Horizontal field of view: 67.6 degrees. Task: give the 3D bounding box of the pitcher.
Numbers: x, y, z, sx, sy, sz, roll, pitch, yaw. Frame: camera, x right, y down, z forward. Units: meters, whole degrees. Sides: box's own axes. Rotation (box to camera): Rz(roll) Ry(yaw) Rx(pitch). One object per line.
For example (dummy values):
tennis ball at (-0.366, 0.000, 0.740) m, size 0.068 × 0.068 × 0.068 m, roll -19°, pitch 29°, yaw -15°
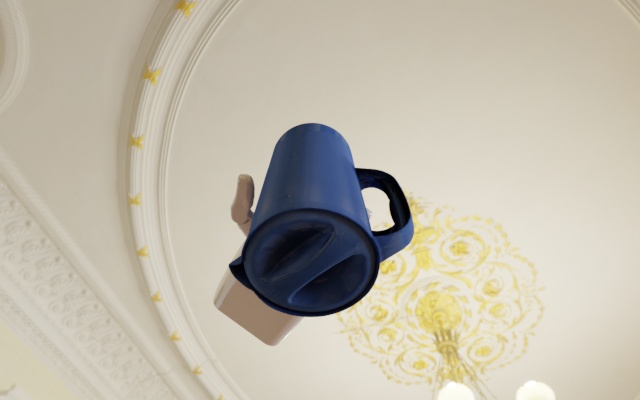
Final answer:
pitcher at (0.000, 0.002, 0.549) m, size 0.149 × 0.145 × 0.242 m, roll 26°, pitch 28°, yaw -15°
